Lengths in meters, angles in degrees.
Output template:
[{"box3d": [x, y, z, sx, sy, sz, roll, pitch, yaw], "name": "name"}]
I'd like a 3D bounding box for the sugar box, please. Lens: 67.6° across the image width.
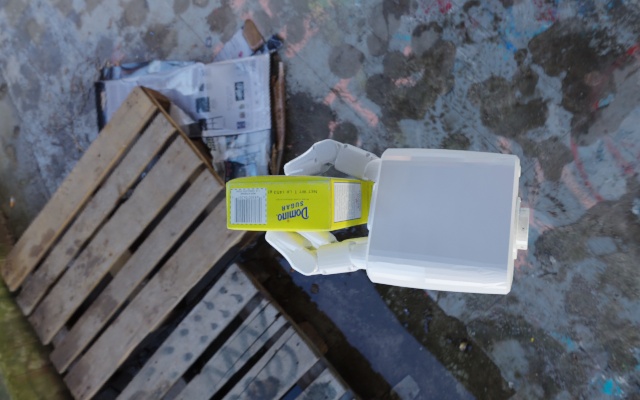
[{"box3d": [0.000, 0.002, 0.443, 0.093, 0.048, 0.176, 0, -1, 24], "name": "sugar box"}]
